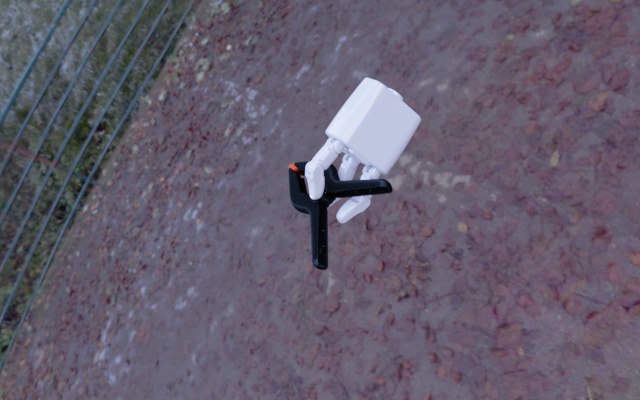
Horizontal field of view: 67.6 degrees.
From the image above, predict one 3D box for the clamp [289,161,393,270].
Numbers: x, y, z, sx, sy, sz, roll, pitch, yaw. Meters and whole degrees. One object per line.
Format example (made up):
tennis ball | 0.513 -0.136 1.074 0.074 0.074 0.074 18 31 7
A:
clamp | -0.001 0.002 0.760 0.036 0.164 0.210 36 0 -43
